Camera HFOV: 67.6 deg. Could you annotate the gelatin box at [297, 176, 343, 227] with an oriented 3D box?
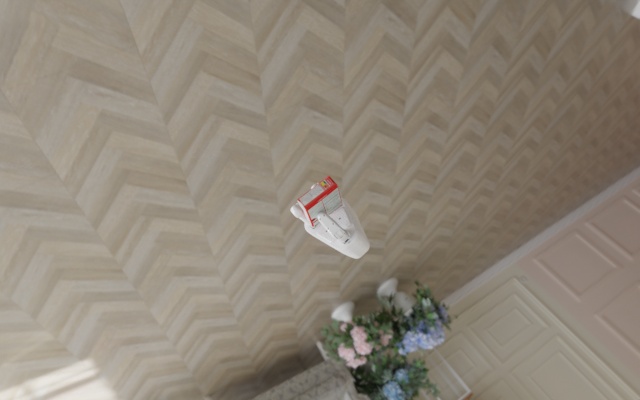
[{"bbox_3d":[0.000,0.003,0.879,0.073,0.030,0.089,-37,-24,-9],"label":"gelatin box"}]
